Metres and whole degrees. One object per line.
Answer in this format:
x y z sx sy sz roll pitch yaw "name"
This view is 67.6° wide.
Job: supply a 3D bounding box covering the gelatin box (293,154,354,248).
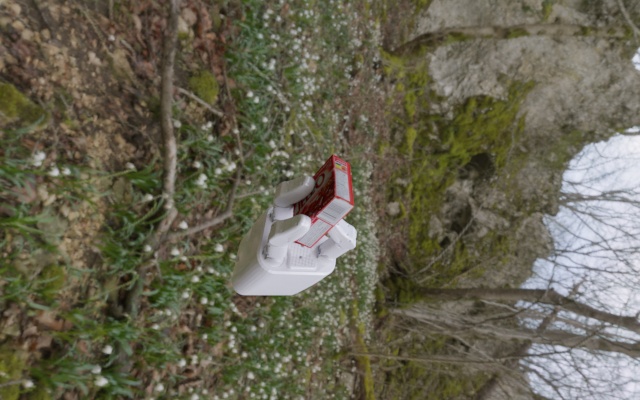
0.001 0.002 0.559 0.030 0.073 0.089 26 -51 -24 "gelatin box"
